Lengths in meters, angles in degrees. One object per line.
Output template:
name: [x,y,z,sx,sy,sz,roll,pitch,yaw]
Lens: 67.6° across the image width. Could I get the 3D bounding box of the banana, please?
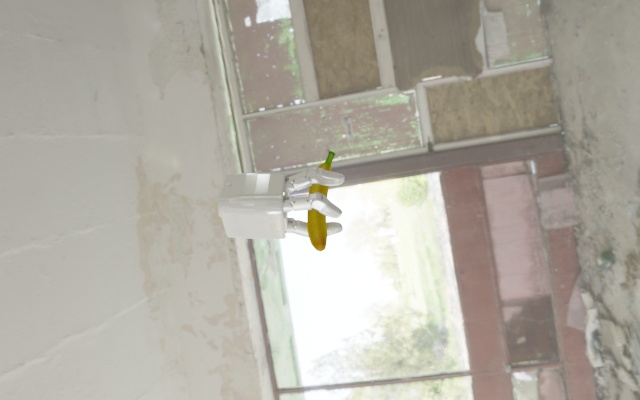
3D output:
banana: [-0.003,0.009,0.848,0.037,0.197,0.070,9,-29,-8]
